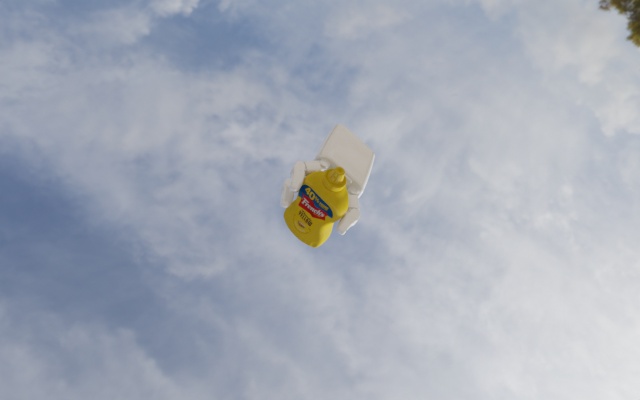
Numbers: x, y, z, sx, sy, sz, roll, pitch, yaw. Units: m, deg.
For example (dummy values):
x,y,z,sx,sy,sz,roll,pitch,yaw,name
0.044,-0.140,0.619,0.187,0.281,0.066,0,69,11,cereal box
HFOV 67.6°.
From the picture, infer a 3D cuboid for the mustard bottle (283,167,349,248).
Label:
x,y,z,sx,sy,sz,roll,pitch,yaw,name
0.000,0.003,0.857,0.058,0.096,0.192,-34,-15,-38,mustard bottle
